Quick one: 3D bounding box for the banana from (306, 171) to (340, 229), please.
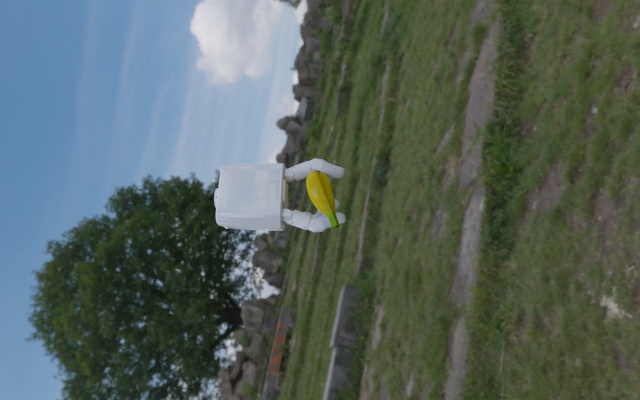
[{"bbox_3d":[-0.002,-0.014,0.771,0.037,0.070,0.197,-10,16,-2],"label":"banana"}]
